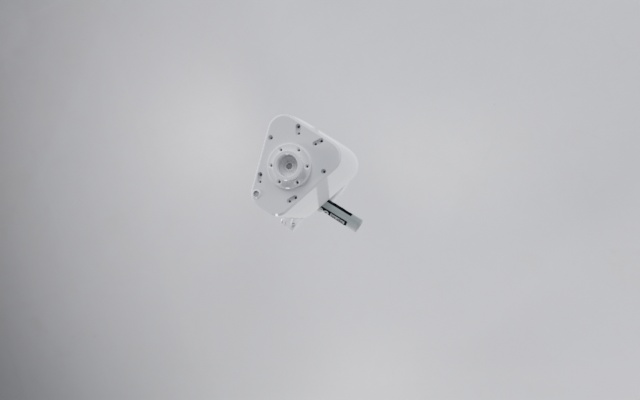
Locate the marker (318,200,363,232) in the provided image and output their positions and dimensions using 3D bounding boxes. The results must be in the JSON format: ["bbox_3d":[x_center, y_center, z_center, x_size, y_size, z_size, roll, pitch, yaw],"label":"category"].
[{"bbox_3d":[0.000,0.002,0.628,0.121,0.020,0.020,32,7,11],"label":"marker"}]
